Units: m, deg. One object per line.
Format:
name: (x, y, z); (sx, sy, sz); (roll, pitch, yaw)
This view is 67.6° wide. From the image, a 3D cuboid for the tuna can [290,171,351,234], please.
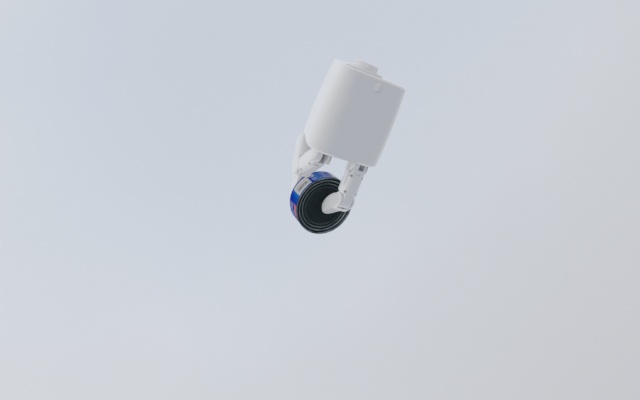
tuna can: (0.000, 0.002, 0.679); (0.086, 0.086, 0.033); (0, 23, -26)
